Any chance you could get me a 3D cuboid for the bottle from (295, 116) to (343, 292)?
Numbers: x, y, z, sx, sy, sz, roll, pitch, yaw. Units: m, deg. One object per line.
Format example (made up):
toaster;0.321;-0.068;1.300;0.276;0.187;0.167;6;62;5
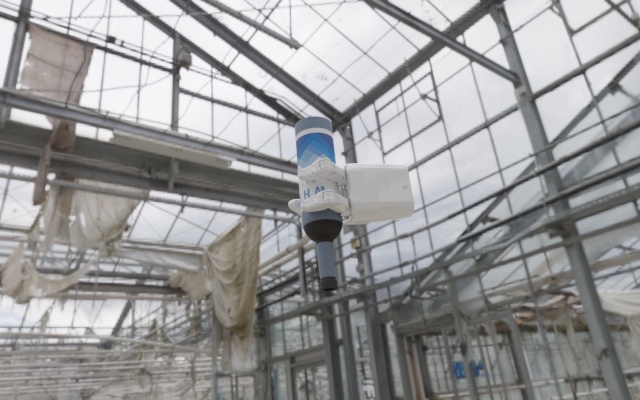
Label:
bottle;0.000;0.002;0.791;0.069;0.295;0.069;-5;-23;-2
